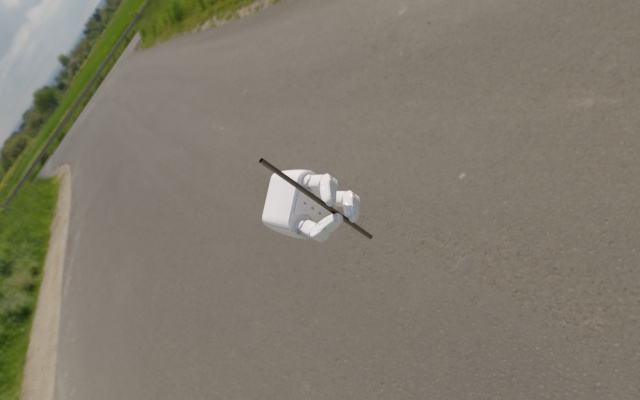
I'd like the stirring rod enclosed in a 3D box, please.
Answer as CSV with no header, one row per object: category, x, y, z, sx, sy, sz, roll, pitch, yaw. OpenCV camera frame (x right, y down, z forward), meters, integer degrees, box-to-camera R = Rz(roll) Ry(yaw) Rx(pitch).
stirring rod,0.000,0.002,0.734,0.240,0.011,0.011,35,-20,-32
